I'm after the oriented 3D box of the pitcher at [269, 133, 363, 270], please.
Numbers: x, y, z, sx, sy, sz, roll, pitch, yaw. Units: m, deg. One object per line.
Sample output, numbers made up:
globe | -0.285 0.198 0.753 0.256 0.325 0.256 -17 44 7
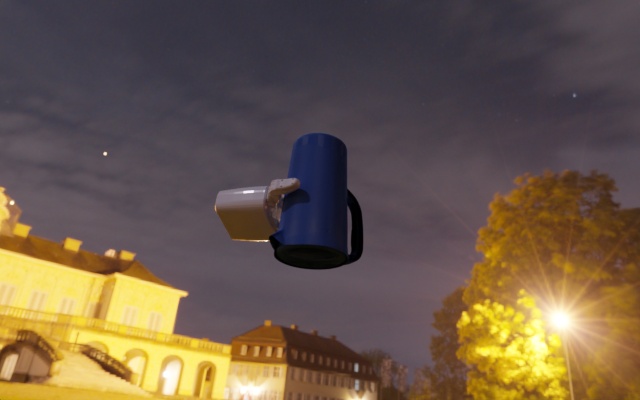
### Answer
pitcher | 0.000 0.003 0.898 0.145 0.242 0.149 -3 -27 16
